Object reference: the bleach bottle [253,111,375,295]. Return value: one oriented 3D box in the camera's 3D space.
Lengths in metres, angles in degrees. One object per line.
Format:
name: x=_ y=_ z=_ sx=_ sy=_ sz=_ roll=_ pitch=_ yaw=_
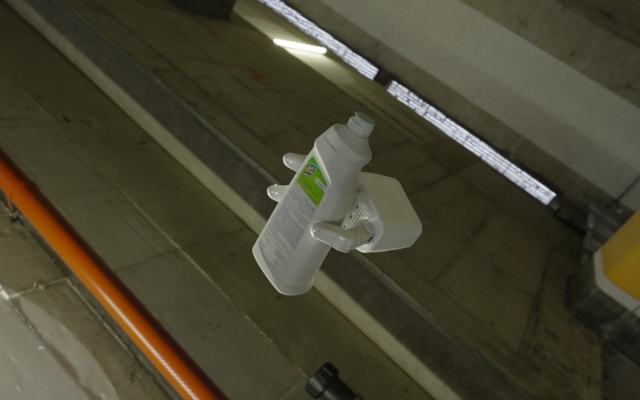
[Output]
bleach bottle: x=0.000 y=0.002 z=0.627 sx=0.068 sy=0.251 sz=0.102 roll=0 pitch=40 yaw=-47
